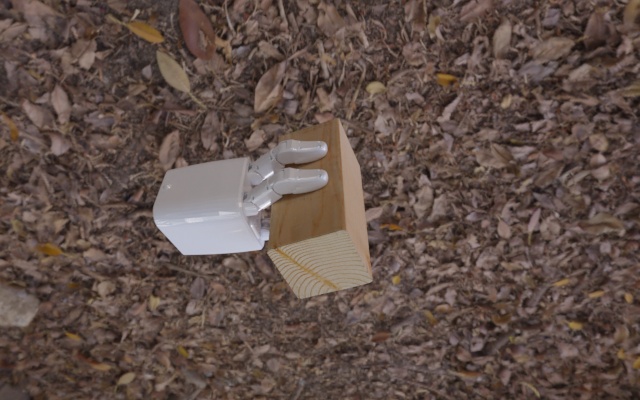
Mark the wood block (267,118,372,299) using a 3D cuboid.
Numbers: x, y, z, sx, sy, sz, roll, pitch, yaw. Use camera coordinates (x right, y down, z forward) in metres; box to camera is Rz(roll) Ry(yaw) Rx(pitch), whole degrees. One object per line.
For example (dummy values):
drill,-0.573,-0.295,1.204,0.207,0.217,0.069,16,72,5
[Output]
wood block,0.000,0.002,0.580,0.090,0.091,0.206,-16,40,14
